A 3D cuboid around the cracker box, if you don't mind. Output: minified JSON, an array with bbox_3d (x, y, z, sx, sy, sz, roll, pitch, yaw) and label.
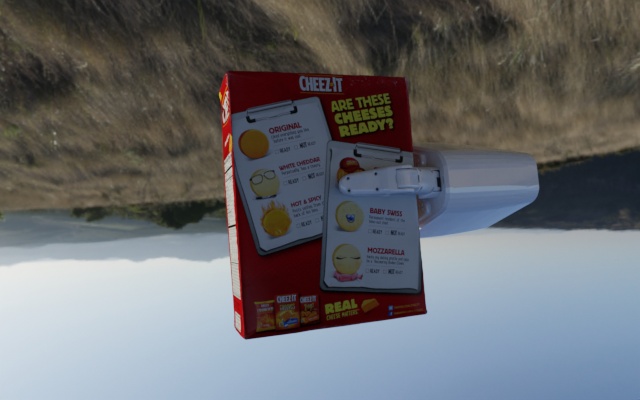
[{"bbox_3d":[0.000,0.002,0.426,0.164,0.213,0.072,-3,-5,-19],"label":"cracker box"}]
